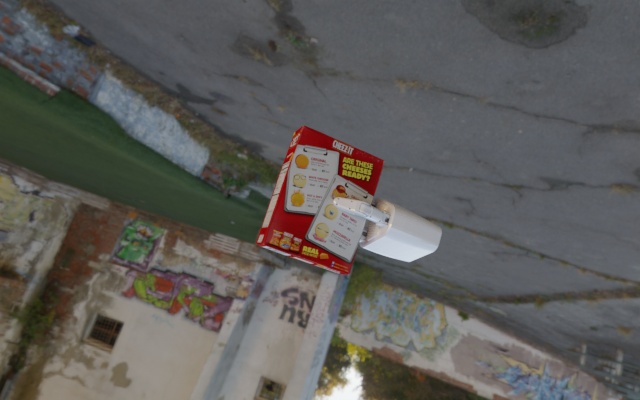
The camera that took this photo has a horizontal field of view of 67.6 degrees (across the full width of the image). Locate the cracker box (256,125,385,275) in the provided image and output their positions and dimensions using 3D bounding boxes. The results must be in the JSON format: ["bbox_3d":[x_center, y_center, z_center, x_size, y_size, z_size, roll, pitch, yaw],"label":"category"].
[{"bbox_3d":[0.000,0.003,0.833,0.164,0.213,0.072,21,-11,-18],"label":"cracker box"}]
